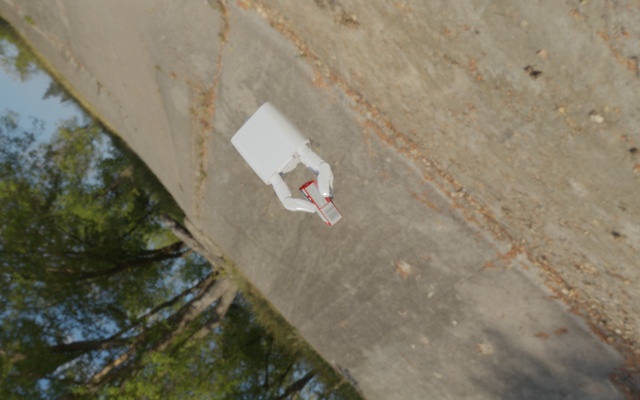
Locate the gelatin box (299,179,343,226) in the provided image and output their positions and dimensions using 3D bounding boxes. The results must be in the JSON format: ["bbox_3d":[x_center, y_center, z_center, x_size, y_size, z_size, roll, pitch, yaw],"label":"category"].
[{"bbox_3d":[0.000,0.003,0.889,0.030,0.089,0.073,-38,5,-6],"label":"gelatin box"}]
